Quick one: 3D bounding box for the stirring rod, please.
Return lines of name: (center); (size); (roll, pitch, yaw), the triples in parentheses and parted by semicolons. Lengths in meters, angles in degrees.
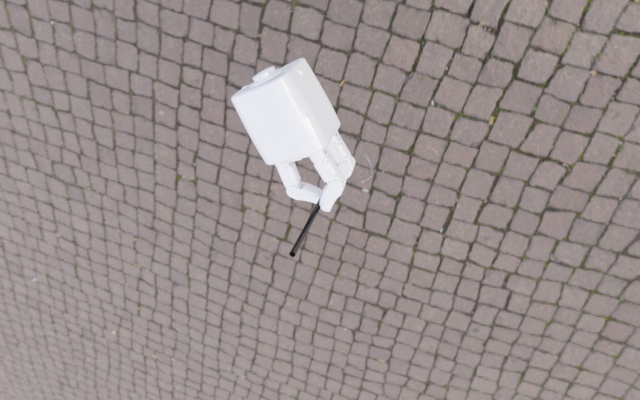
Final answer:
stirring rod: (0.000, 0.002, 0.676); (0.011, 0.011, 0.239); (0, 32, 20)
